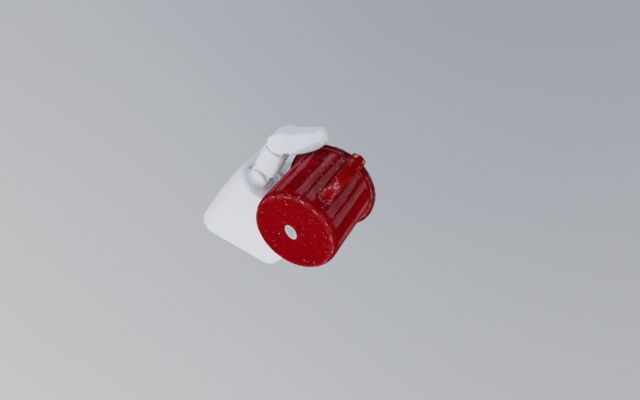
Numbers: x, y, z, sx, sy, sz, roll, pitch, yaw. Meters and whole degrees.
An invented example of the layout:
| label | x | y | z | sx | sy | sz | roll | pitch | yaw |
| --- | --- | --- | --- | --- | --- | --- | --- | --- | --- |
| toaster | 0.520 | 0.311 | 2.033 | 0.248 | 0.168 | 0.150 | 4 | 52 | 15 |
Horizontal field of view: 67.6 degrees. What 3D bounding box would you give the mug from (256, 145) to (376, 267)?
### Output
| label | x | y | z | sx | sy | sz | roll | pitch | yaw |
| --- | --- | --- | --- | --- | --- | --- | --- | --- | --- |
| mug | 0.001 | 0.001 | 0.434 | 0.117 | 0.093 | 0.081 | -43 | 6 | 43 |
